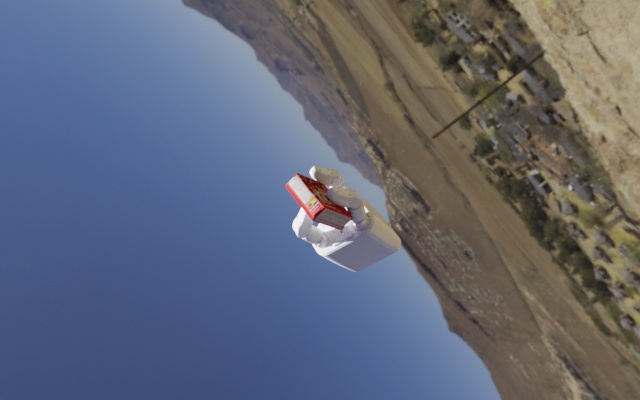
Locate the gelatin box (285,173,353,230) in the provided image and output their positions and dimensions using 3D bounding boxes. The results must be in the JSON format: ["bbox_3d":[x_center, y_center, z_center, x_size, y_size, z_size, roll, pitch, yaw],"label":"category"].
[{"bbox_3d":[0.000,0.003,0.695,0.073,0.030,0.089,51,16,30],"label":"gelatin box"}]
